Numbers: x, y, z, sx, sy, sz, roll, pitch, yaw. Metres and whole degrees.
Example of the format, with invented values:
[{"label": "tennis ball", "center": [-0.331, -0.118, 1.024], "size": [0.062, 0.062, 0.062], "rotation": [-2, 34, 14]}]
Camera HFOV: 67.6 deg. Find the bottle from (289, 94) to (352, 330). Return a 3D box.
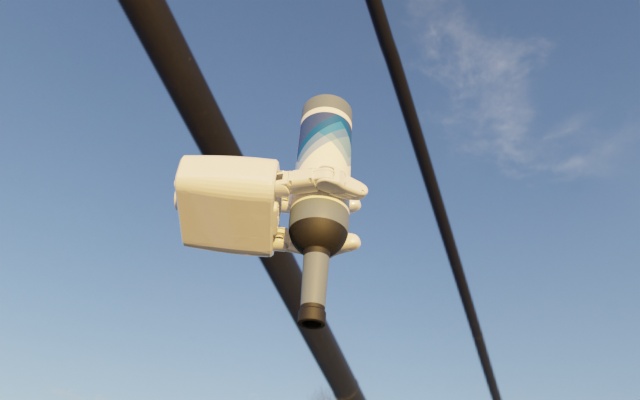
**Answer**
[{"label": "bottle", "center": [0.000, 0.002, 0.547], "size": [0.069, 0.295, 0.069], "rotation": [3, -37, 2]}]
